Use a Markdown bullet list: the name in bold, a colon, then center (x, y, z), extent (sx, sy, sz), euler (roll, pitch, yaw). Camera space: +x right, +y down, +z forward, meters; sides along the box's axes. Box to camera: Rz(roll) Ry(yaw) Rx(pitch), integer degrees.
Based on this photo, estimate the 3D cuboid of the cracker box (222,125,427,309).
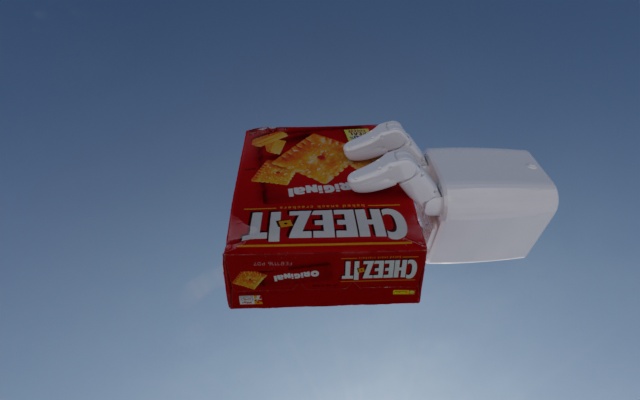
- **cracker box**: center (0.000, 0.002, 0.469), extent (0.164, 0.072, 0.213), euler (-2, 35, -1)
